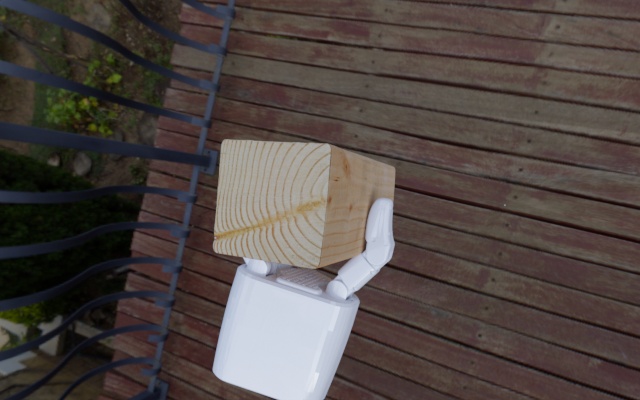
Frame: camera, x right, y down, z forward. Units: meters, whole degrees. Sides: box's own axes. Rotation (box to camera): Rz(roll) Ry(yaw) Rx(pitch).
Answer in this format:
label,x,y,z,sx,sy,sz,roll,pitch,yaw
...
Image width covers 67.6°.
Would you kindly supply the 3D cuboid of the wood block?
label,x,y,z,sx,sy,sz,roll,pitch,yaw
wood block,0.000,0.002,0.442,0.091,0.090,0.206,6,2,21
